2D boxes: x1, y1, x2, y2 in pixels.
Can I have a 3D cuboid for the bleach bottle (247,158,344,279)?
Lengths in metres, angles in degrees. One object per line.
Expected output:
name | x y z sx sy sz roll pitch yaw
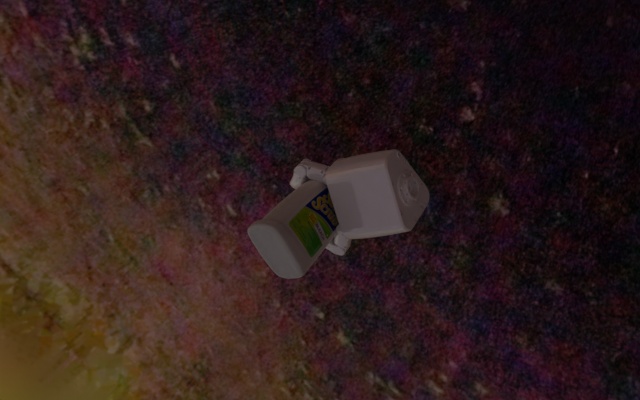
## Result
bleach bottle | 0.000 0.003 0.738 0.068 0.103 0.250 -9 29 43
